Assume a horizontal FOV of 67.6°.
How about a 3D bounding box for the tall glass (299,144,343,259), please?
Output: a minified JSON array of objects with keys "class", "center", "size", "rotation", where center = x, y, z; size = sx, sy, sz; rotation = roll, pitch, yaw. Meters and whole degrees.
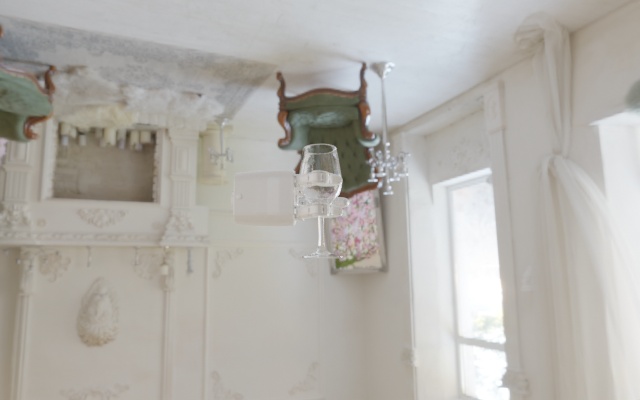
[{"class":"tall glass","center":[0.000,0.003,0.858],"size":[0.079,0.201,0.079],"rotation":[-1,-9,0]}]
